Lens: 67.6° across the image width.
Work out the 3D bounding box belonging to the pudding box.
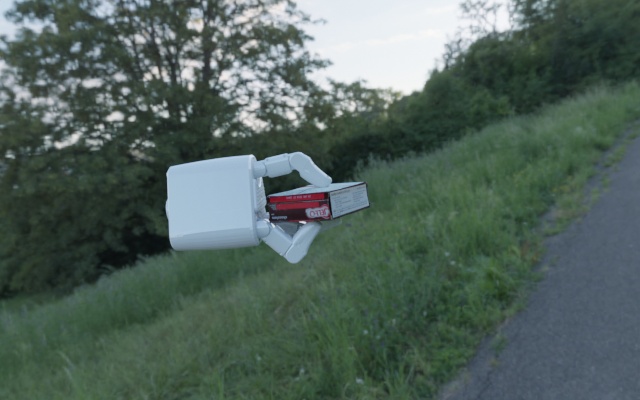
[{"bbox_3d":[0.000,0.002,0.606,0.090,0.039,0.113,-3,8,30],"label":"pudding box"}]
